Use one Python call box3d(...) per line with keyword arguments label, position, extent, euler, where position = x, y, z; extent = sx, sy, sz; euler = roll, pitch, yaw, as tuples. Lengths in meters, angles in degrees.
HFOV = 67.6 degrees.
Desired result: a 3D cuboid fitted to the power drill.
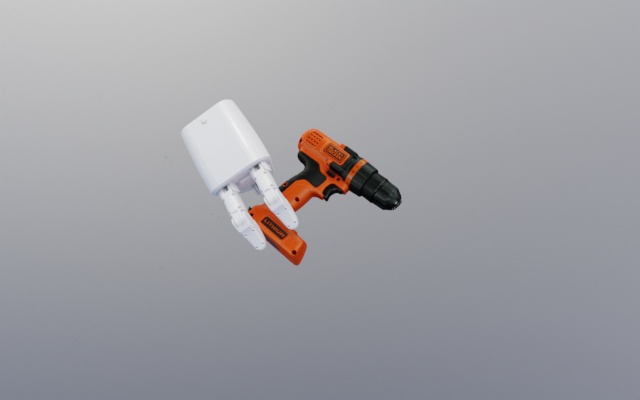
box3d(label="power drill", position=(0.000, 0.002, 0.703), extent=(0.184, 0.187, 0.057), euler=(37, -17, 19))
